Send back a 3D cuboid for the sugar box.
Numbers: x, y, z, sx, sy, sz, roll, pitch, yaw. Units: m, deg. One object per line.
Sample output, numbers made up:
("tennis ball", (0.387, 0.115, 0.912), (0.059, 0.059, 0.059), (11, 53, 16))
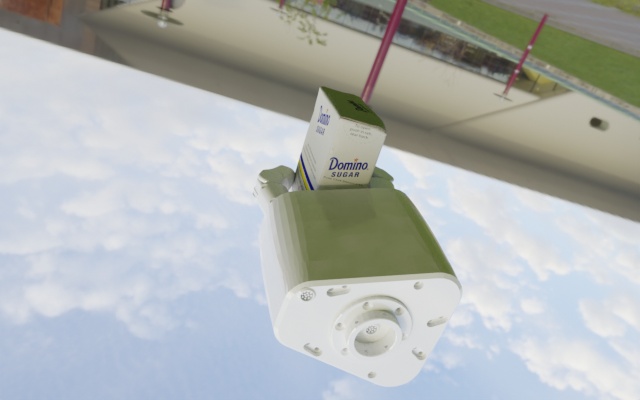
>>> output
("sugar box", (0.001, 0.002, 0.410), (0.048, 0.176, 0.093), (14, 24, -16))
